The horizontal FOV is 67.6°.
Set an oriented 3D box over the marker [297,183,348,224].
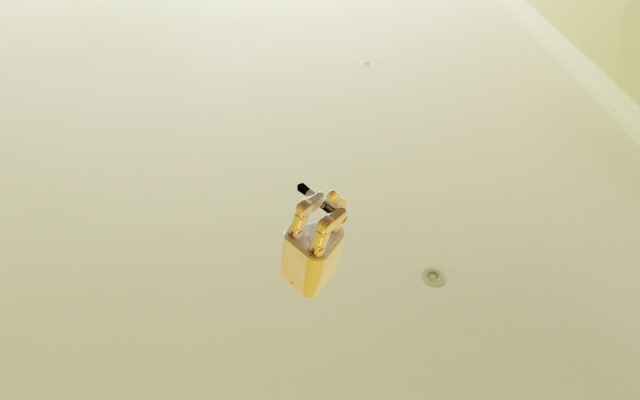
[{"bbox_3d":[0.000,0.003,0.869,0.121,0.020,0.020,37,21,30],"label":"marker"}]
